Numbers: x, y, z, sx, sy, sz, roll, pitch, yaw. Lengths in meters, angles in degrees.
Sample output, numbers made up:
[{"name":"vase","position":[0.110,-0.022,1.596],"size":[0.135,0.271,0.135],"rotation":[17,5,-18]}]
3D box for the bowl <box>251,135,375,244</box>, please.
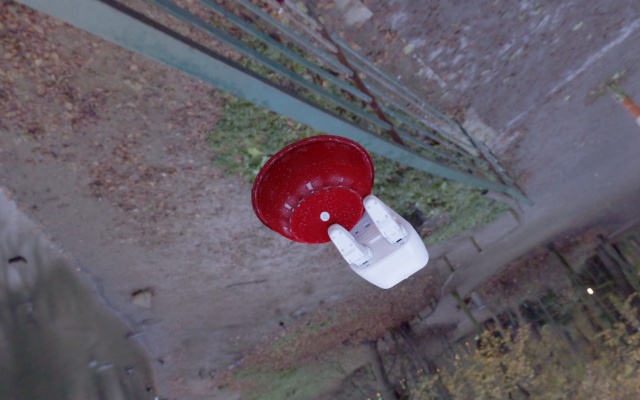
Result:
[{"name":"bowl","position":[-0.001,0.002,0.582],"size":[0.162,0.162,0.055],"rotation":[0,40,-22]}]
